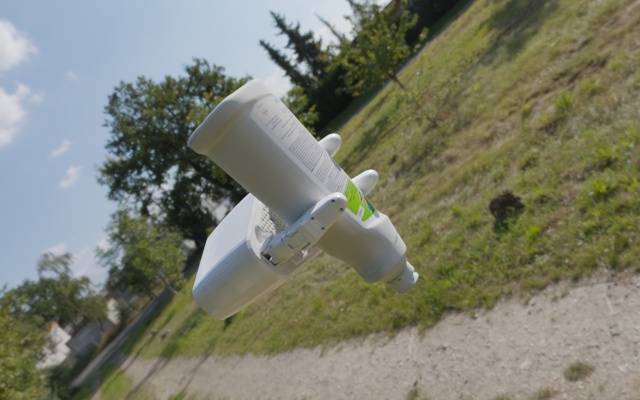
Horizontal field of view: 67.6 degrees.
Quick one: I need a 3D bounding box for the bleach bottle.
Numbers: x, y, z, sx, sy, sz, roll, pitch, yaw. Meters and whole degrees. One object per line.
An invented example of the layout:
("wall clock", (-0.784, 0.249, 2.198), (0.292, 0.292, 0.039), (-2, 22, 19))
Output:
("bleach bottle", (0.000, 0.001, 0.457), (0.068, 0.251, 0.102), (-39, 12, 28))
